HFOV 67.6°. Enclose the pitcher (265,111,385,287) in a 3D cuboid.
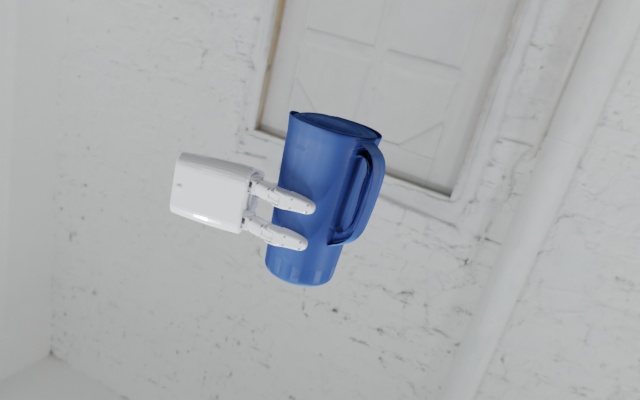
[{"bbox_3d":[0.000,0.002,0.689,0.145,0.243,0.149,15,18,2],"label":"pitcher"}]
